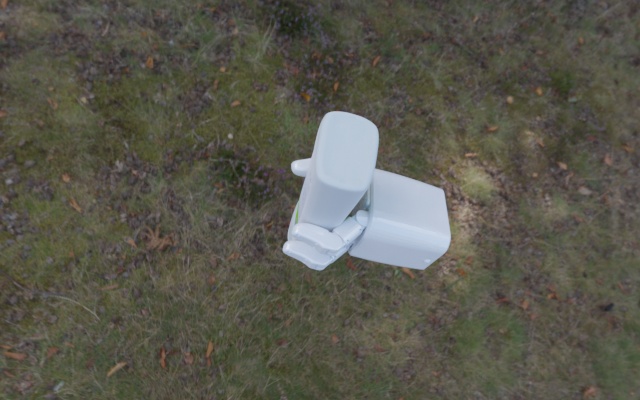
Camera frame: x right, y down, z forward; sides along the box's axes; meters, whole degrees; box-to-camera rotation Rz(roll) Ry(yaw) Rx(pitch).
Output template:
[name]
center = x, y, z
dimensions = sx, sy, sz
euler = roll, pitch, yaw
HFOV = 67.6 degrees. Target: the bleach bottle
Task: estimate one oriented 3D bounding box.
[bleach bottle]
center = 0.000, 0.002, 0.611
dimensions = 0.068, 0.102, 0.251
euler = 15, -29, -7
